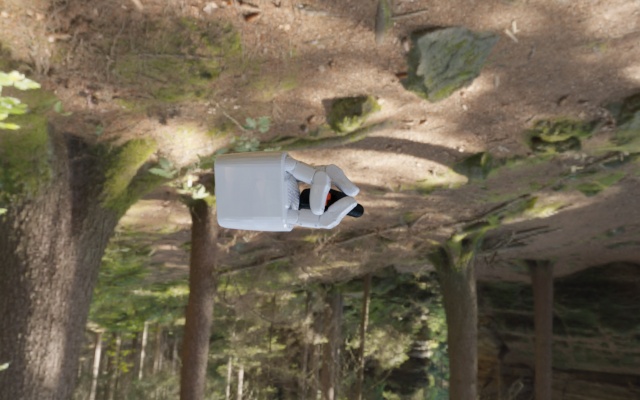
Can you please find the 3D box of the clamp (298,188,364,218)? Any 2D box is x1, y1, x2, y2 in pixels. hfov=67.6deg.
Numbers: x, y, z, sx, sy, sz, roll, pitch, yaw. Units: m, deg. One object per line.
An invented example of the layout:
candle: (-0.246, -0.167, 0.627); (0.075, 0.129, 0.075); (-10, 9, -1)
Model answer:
clamp: (0.000, 0.003, 0.758); (0.120, 0.039, 0.171); (0, -10, 12)
